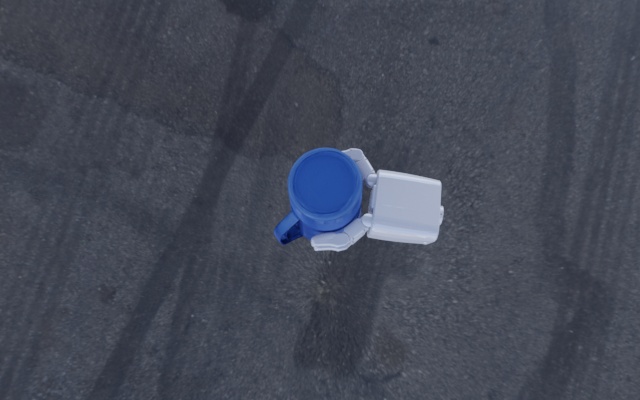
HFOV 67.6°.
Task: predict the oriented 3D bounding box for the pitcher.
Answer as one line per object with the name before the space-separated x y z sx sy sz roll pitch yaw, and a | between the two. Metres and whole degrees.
pitcher | 0.000 0.003 0.789 0.145 0.149 0.243 9 -10 3
